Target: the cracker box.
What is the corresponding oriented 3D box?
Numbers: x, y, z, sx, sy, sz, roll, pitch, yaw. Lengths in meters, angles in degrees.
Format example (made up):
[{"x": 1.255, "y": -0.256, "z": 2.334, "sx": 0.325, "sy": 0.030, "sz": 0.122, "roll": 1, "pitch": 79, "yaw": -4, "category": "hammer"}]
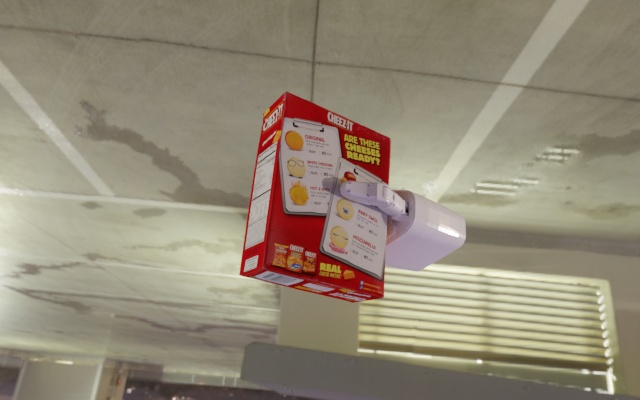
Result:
[{"x": 0.000, "y": 0.002, "z": 0.576, "sx": 0.164, "sy": 0.213, "sz": 0.072, "roll": 19, "pitch": -26, "yaw": -30, "category": "cracker box"}]
